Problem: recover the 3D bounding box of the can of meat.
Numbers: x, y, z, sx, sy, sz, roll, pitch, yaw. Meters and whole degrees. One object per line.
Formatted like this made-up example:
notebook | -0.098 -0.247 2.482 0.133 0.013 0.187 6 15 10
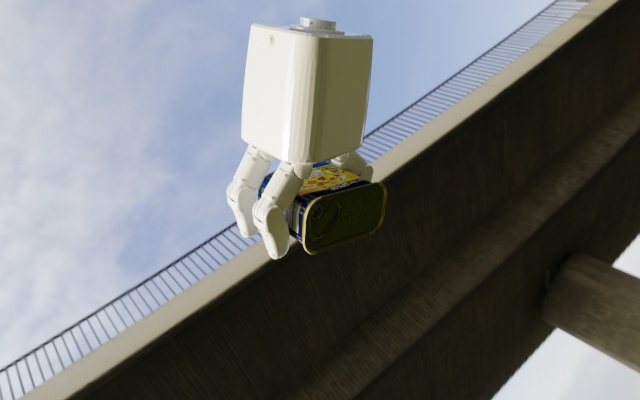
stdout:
can of meat | 0.000 0.001 0.472 0.102 0.057 0.084 -15 31 -36
